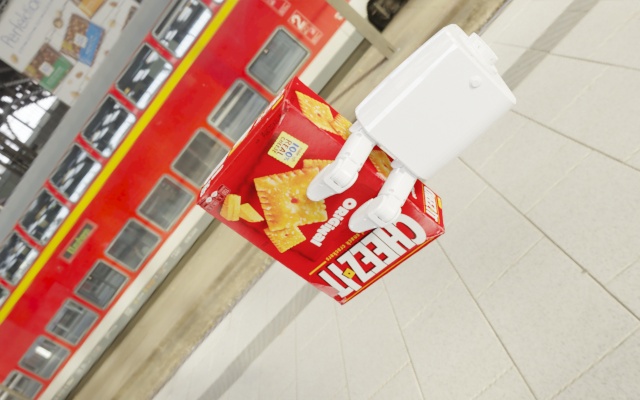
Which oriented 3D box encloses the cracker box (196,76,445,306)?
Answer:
[{"bbox_3d":[0.000,0.001,0.515,0.164,0.214,0.072,-42,20,30],"label":"cracker box"}]
